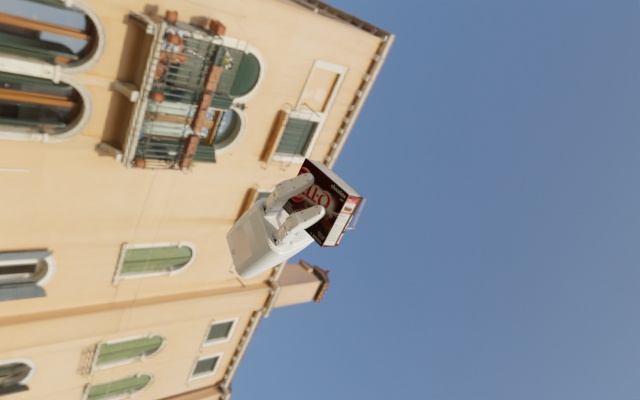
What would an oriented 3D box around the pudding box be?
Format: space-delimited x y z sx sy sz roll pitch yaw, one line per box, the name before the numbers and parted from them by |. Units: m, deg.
pudding box | 0.000 0.002 0.712 0.039 0.090 0.113 4 29 -47
